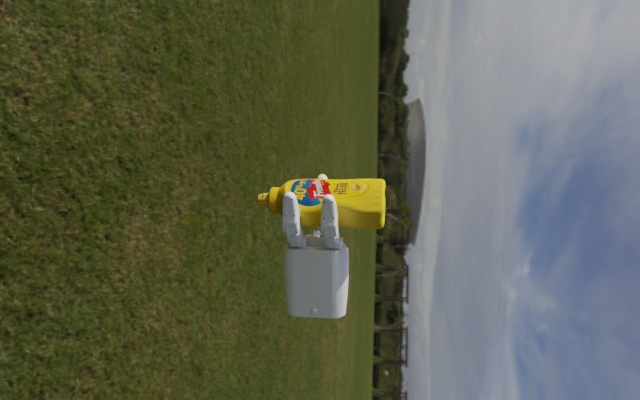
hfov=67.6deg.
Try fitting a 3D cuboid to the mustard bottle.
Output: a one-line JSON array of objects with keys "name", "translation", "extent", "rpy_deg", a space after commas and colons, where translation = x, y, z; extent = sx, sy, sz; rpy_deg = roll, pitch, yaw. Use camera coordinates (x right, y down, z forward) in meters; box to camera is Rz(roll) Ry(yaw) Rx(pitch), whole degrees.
[{"name": "mustard bottle", "translation": [0.000, 0.002, 0.715], "extent": [0.191, 0.058, 0.096], "rpy_deg": [1, 33, 9]}]
